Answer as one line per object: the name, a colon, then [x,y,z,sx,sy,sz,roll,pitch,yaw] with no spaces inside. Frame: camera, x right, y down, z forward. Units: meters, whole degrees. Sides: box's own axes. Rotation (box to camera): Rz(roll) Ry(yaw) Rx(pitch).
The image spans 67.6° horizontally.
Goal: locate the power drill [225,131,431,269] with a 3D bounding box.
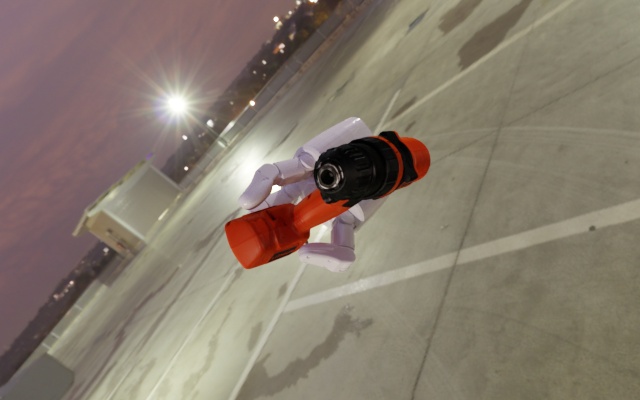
power drill: [0.000,0.002,0.444,0.188,0.057,0.184,-29,-9,30]
